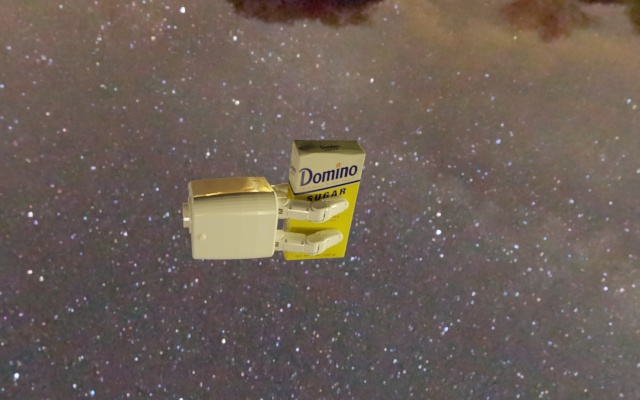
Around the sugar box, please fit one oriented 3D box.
[{"bbox_3d":[0.000,0.003,0.672,0.093,0.176,0.048,-2,36,-16],"label":"sugar box"}]
